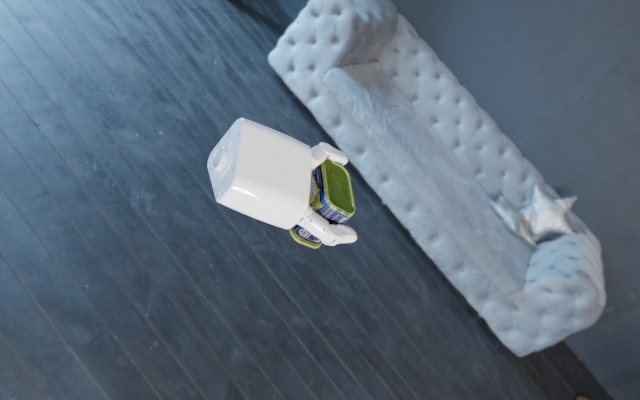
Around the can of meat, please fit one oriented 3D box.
[{"bbox_3d":[0.000,0.002,0.681,0.057,0.102,0.084,25,-51,-30],"label":"can of meat"}]
